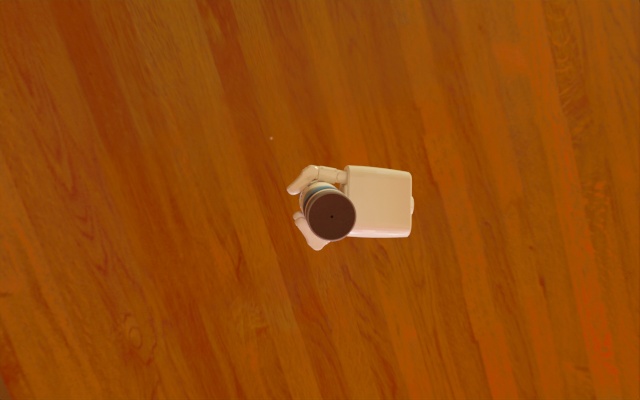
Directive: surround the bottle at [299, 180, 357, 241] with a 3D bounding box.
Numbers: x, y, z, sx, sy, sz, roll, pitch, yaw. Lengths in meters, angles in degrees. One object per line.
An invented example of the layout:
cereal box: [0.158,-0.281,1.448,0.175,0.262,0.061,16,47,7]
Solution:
bottle: [0.000,0.003,0.772,0.069,0.069,0.295,0,7,-6]
